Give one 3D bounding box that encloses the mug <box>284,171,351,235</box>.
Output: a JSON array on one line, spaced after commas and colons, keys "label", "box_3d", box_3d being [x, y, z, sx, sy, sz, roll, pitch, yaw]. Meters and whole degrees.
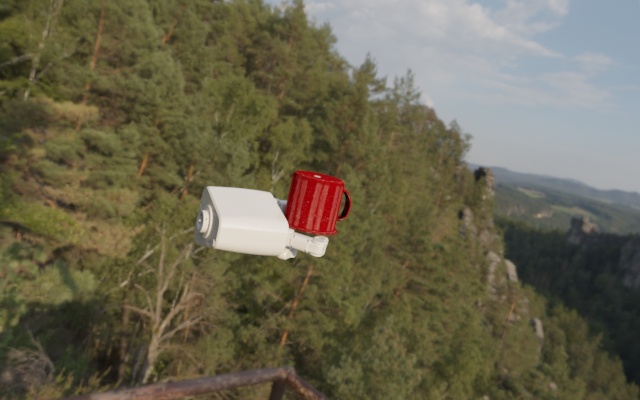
[{"label": "mug", "box_3d": [0.001, 0.002, 0.746, 0.117, 0.081, 0.093, 7, 11, -32]}]
